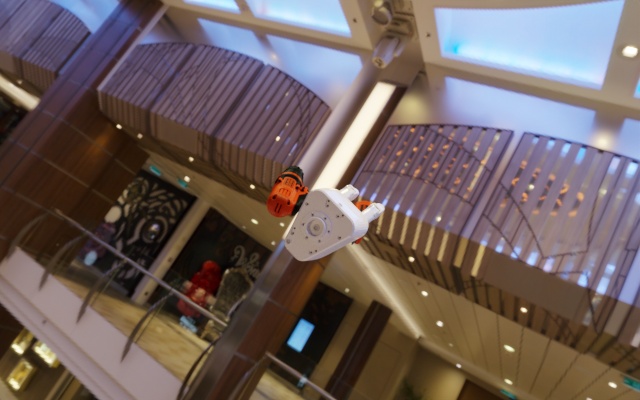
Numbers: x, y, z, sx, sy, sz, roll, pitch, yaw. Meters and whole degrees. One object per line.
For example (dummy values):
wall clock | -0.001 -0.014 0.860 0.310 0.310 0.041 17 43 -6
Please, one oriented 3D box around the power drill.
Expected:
power drill | 0.001 0.003 0.897 0.187 0.057 0.184 21 26 -2
